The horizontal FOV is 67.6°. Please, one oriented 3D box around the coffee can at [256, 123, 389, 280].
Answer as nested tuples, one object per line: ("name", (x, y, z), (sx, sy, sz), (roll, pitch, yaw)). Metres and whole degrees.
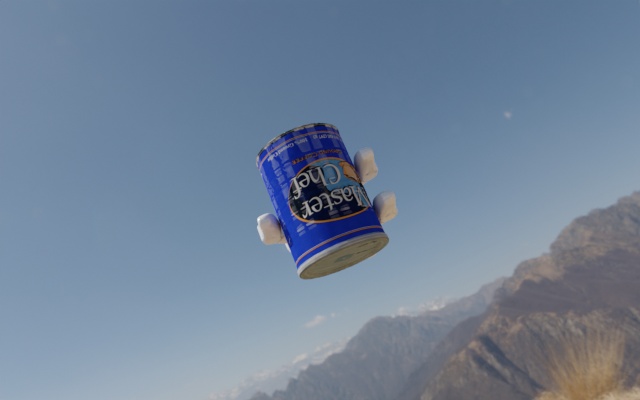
("coffee can", (0.000, 0.002, 0.525), (0.103, 0.140, 0.103), (-20, -19, -7))
